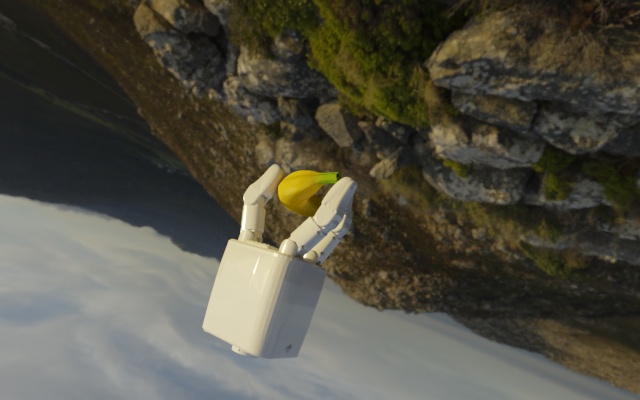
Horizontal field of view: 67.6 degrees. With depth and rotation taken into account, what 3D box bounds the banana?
[{"bbox_3d":[-0.018,-0.003,0.594,0.069,0.037,0.198,14,-10,0],"label":"banana"}]
